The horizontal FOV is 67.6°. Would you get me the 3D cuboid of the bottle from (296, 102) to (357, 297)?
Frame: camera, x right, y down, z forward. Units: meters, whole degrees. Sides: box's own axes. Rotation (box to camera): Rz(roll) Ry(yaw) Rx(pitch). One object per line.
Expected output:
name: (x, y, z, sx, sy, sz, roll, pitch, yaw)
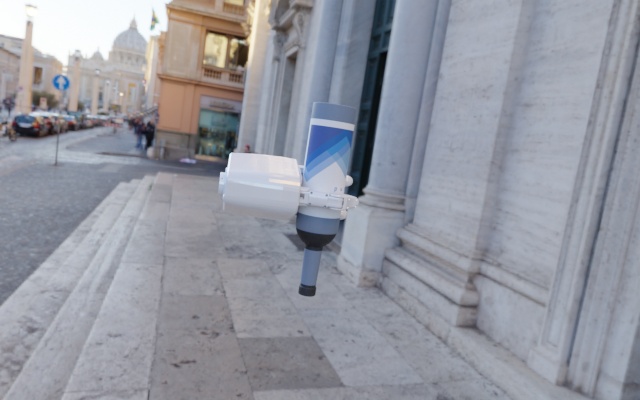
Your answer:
bottle: (0.000, 0.002, 0.733, 0.069, 0.296, 0.069, 8, 7, -1)
